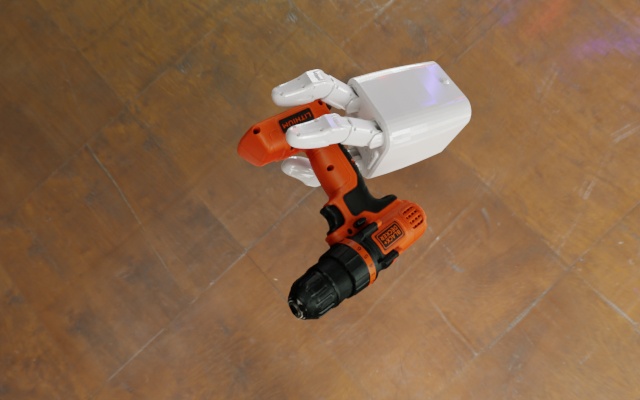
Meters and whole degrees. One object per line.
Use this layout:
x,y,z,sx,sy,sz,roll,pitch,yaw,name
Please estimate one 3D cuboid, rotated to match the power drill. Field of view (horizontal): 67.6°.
0.000,0.001,0.474,0.184,0.187,0.057,-32,-5,-37,power drill
